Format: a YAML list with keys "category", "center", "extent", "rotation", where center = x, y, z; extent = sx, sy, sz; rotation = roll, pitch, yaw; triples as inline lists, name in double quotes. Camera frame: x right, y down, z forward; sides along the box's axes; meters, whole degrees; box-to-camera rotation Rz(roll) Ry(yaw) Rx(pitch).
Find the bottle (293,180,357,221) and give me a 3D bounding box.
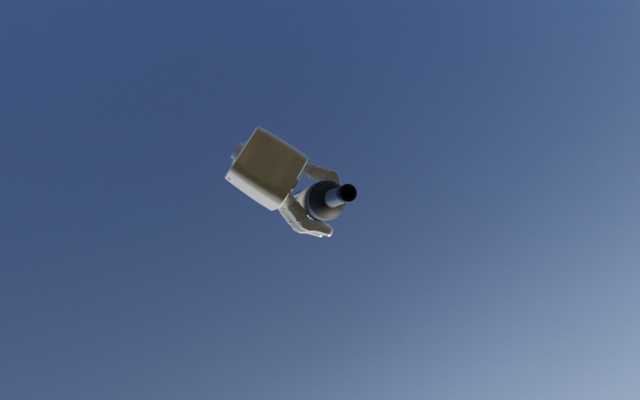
- category: "bottle"
  center: [0.000, 0.003, 0.832]
  extent: [0.069, 0.069, 0.296]
  rotation: [0, -5, -16]
